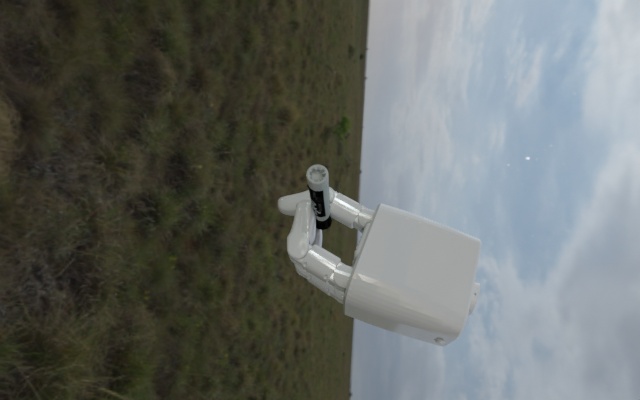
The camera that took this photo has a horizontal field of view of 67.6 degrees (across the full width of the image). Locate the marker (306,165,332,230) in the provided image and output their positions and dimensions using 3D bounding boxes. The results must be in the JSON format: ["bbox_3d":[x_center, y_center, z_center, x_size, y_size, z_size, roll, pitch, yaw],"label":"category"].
[{"bbox_3d":[0.000,0.001,0.456,0.020,0.020,0.121,0,-23,3],"label":"marker"}]
